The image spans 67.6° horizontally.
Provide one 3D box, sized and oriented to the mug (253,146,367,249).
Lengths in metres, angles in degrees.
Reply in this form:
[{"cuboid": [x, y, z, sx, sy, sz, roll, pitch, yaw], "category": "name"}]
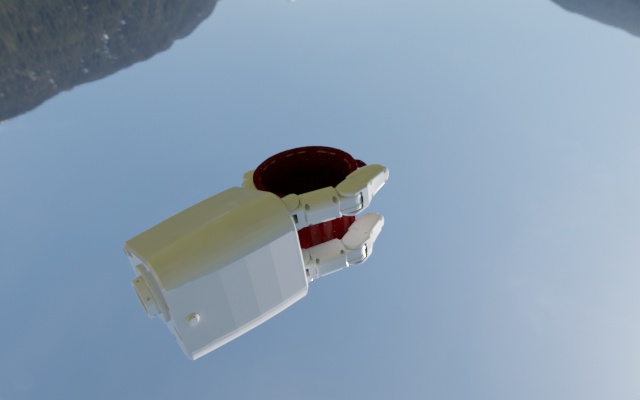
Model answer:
[{"cuboid": [0.001, 0.001, 0.448, 0.117, 0.082, 0.093, -27, 37, -27], "category": "mug"}]
